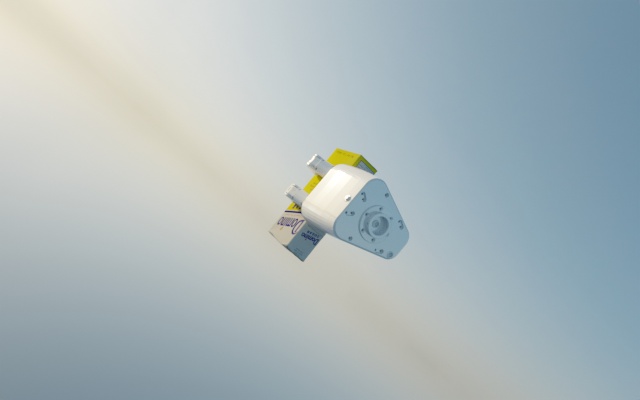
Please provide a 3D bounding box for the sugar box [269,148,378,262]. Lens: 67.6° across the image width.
[{"bbox_3d":[0.000,0.002,0.735,0.048,0.176,0.093,44,-7,-25],"label":"sugar box"}]
